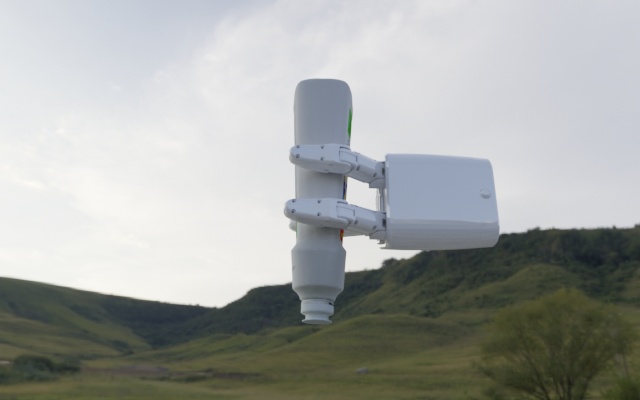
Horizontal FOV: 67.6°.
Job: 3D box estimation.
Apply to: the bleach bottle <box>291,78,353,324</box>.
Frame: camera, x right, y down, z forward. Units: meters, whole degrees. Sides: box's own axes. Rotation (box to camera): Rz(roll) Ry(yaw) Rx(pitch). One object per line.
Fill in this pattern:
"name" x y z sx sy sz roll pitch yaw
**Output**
"bleach bottle" 0.000 0.002 0.502 0.068 0.250 0.103 1 -22 2
